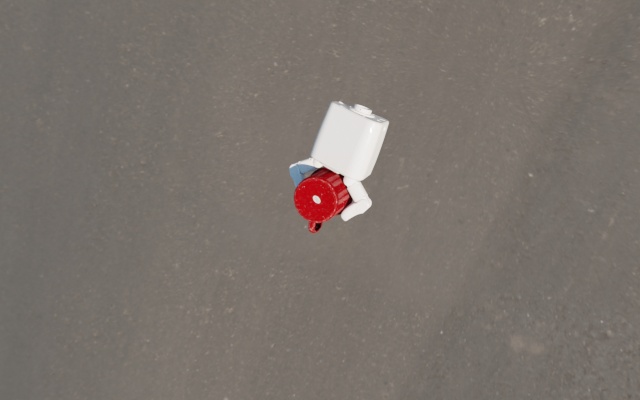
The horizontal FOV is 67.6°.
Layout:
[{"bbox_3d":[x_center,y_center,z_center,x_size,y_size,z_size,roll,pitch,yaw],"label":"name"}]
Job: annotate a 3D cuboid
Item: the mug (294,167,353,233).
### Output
[{"bbox_3d":[0.000,0.004,0.847,0.093,0.117,0.081,21,18,14],"label":"mug"}]
